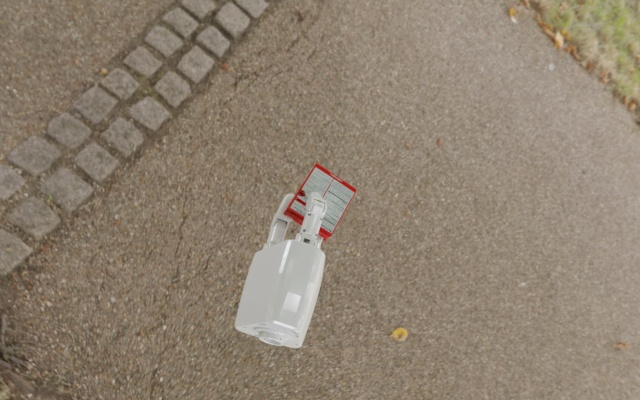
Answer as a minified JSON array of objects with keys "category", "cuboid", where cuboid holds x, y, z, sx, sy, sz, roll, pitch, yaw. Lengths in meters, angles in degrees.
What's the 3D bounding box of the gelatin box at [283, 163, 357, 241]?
[{"category":"gelatin box","cuboid":[0.000,0.002,0.686,0.073,0.089,0.030,33,-27,-4]}]
